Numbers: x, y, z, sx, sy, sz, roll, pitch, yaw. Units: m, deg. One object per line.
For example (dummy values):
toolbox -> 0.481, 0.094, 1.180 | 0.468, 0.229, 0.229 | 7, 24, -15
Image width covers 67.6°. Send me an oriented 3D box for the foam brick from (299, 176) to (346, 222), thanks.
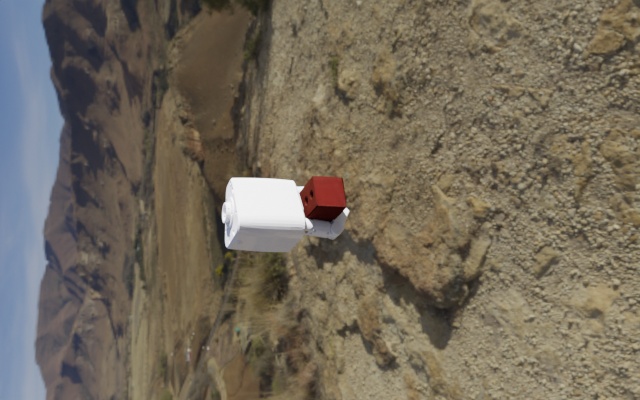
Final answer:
foam brick -> 0.000, 0.002, 0.756 | 0.051, 0.053, 0.078 | 4, -28, -23
